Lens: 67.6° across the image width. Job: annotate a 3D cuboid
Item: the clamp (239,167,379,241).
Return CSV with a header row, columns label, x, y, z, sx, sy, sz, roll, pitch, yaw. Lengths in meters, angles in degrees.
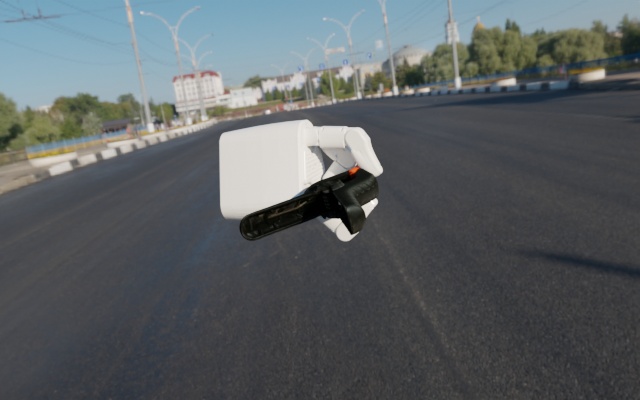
label,x,y,z,sx,sy,sz,roll,pitch,yaw
clamp,0.000,0.001,0.473,0.120,0.039,0.171,-2,13,18
